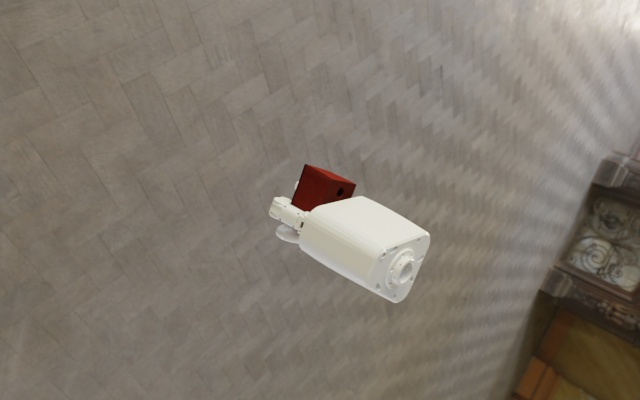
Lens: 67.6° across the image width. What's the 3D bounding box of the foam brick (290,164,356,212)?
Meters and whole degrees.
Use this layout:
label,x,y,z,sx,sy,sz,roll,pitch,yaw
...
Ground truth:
label,x,y,z,sx,sy,sz,roll,pitch,yaw
foam brick,0.000,0.002,0.602,0.051,0.078,0.053,28,12,39
